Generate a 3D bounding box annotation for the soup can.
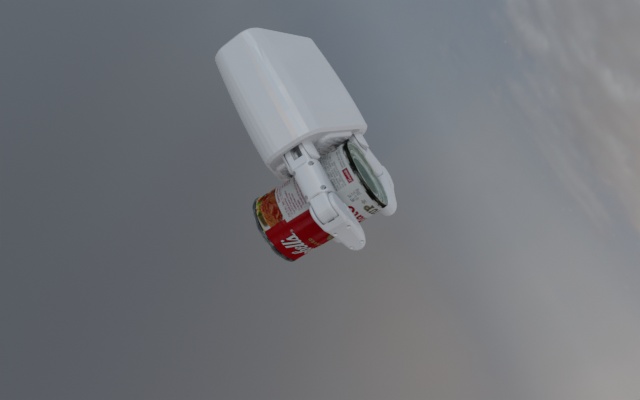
[{"bbox_3d":[0.001,0.002,0.427,0.102,0.068,0.068,-32,-10,17],"label":"soup can"}]
